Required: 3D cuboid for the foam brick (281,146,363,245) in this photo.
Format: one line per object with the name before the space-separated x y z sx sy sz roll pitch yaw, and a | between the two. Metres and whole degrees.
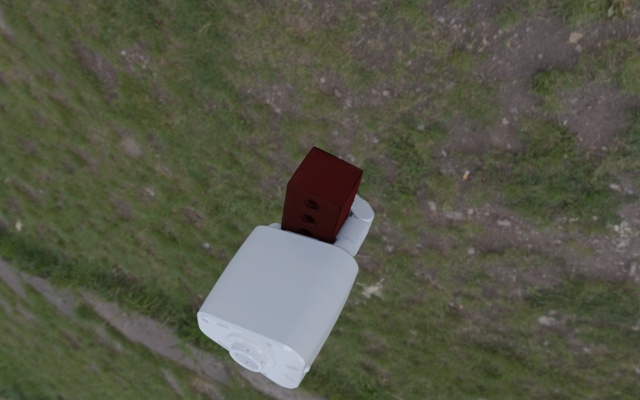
foam brick | 0.000 0.001 0.443 0.053 0.051 0.078 26 -38 10
